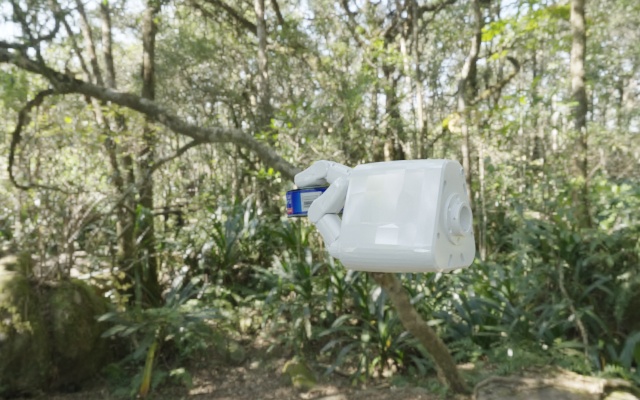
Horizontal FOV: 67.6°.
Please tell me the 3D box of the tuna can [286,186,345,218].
[{"bbox_3d":[0.000,0.001,0.591,0.086,0.034,0.086,-4,-3,0],"label":"tuna can"}]
